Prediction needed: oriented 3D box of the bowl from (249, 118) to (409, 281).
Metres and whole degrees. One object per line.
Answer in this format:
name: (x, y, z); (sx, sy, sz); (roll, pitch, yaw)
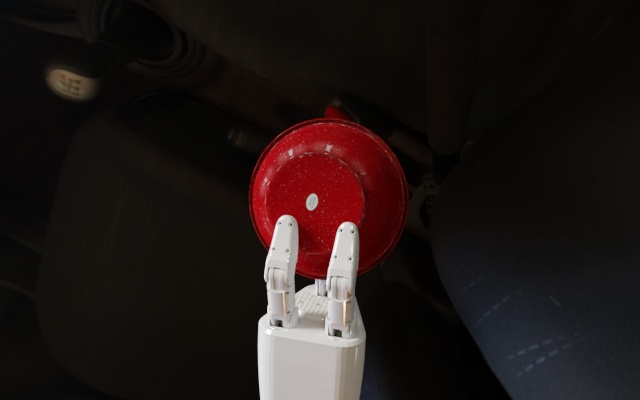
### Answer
bowl: (0.000, 0.000, 0.448); (0.162, 0.162, 0.055); (0, 4, 13)
